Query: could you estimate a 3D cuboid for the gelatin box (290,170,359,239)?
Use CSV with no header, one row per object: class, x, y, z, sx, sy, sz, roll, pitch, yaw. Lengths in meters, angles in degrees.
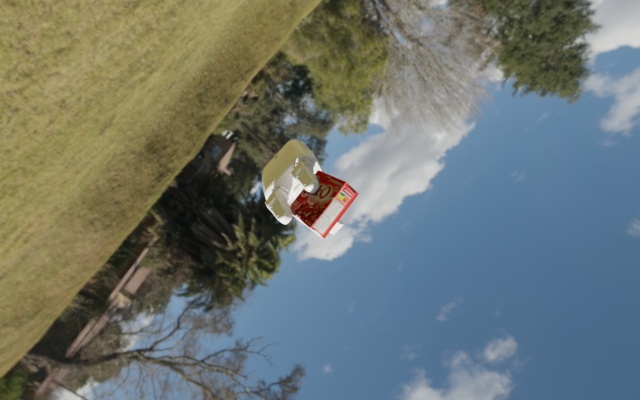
gelatin box,0.001,0.002,0.628,0.030,0.073,0.089,40,-4,-28
